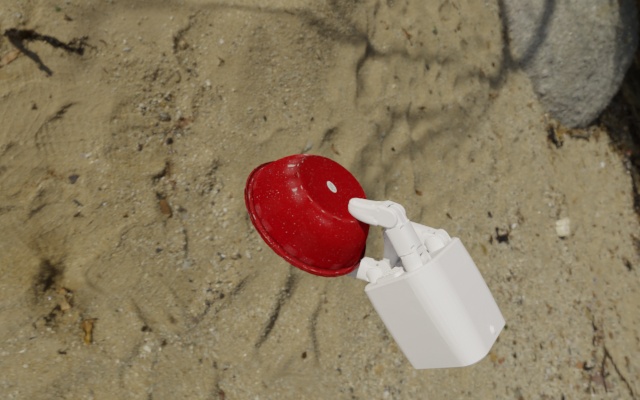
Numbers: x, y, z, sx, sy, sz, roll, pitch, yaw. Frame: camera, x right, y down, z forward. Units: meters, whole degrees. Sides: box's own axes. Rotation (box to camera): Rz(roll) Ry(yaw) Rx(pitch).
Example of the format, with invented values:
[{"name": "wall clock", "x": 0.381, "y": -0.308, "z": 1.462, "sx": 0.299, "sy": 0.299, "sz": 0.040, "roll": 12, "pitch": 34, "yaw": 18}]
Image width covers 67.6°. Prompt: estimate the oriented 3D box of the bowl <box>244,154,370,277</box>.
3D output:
[{"name": "bowl", "x": -0.001, "y": 0.001, "z": 0.528, "sx": 0.162, "sy": 0.162, "sz": 0.055, "roll": 0, "pitch": -37, "yaw": -42}]
